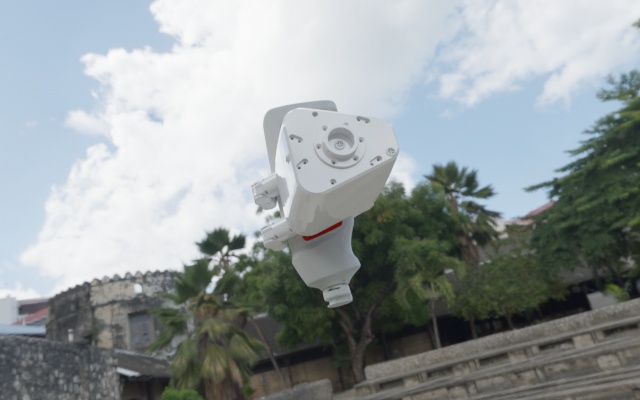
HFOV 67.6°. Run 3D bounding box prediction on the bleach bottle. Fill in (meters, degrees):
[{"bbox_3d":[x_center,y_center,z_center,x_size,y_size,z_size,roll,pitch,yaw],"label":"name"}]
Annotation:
[{"bbox_3d":[0.000,0.002,0.583,0.102,0.250,0.068,-10,-20,-13],"label":"bleach bottle"}]
